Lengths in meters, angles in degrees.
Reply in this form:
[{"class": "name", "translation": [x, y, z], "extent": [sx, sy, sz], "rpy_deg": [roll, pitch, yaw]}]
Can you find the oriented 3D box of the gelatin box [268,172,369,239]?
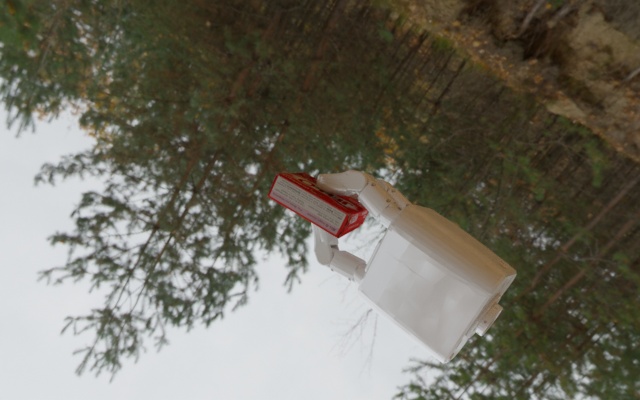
[{"class": "gelatin box", "translation": [0.000, 0.002, 0.501], "extent": [0.089, 0.030, 0.073], "rpy_deg": [29, 13, 16]}]
